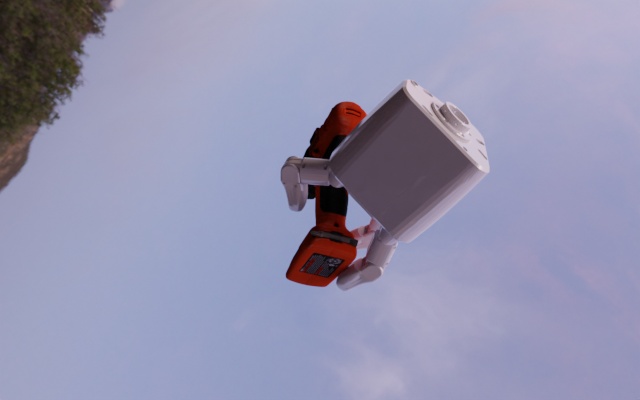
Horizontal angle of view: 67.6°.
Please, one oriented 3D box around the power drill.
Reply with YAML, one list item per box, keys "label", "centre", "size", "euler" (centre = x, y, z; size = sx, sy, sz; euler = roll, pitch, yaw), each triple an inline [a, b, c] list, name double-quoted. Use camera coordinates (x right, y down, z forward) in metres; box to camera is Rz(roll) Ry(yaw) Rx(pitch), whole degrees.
- label: "power drill"
  centre: [0.000, 0.002, 0.568]
  size: [0.057, 0.187, 0.184]
  euler: [12, -32, -13]
